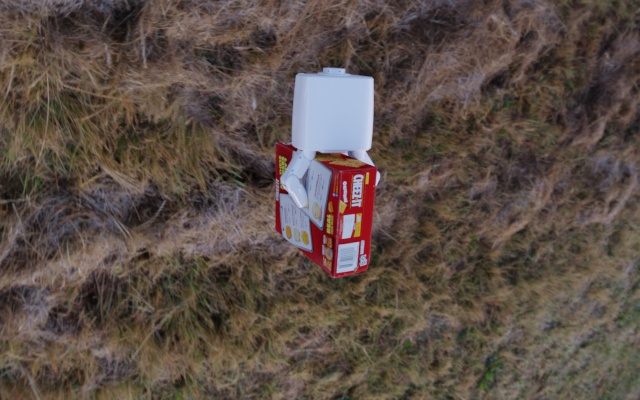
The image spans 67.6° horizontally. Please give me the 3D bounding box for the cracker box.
[{"bbox_3d":[0.000,0.003,0.766,0.072,0.164,0.213,-7,20,-28],"label":"cracker box"}]
